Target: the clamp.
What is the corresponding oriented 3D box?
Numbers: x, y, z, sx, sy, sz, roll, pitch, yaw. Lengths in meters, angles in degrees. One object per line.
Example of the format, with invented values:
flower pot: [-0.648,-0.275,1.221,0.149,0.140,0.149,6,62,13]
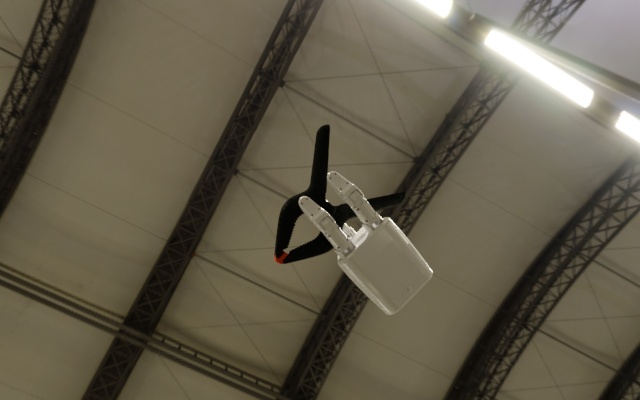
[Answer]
clamp: [0.000,0.003,0.694,0.210,0.164,0.036,-42,0,-12]
